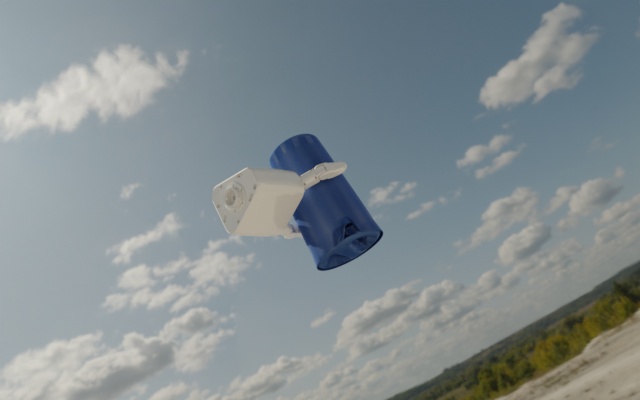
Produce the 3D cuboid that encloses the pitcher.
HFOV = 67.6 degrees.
[{"bbox_3d":[0.000,0.003,0.894,0.145,0.242,0.149,2,-38,-51],"label":"pitcher"}]
